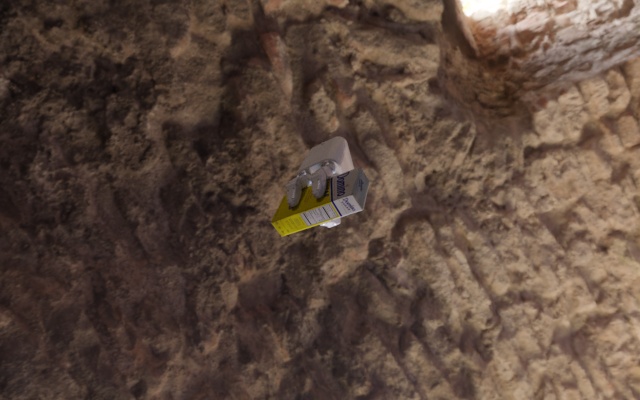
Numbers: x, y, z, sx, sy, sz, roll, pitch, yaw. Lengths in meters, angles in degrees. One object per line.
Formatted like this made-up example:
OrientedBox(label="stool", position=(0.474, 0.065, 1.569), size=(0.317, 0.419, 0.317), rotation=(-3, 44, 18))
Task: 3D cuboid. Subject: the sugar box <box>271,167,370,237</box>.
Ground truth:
OrientedBox(label="sugar box", position=(0.000, 0.002, 0.886), size=(0.176, 0.048, 0.093), rotation=(-23, 27, 27))
